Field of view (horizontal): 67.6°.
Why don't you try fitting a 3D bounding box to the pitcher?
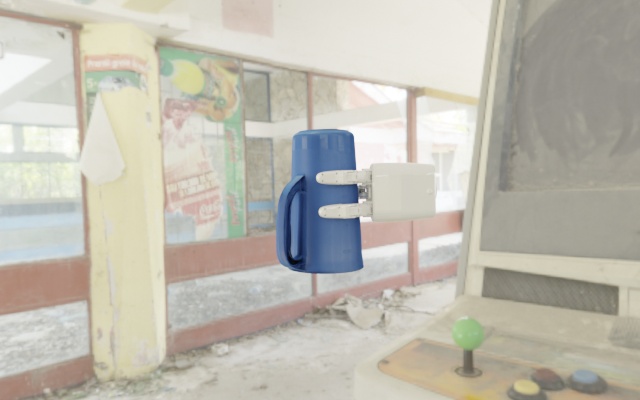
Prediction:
[{"bbox_3d":[0.000,0.003,0.821,0.145,0.243,0.149,-1,2,0],"label":"pitcher"}]
